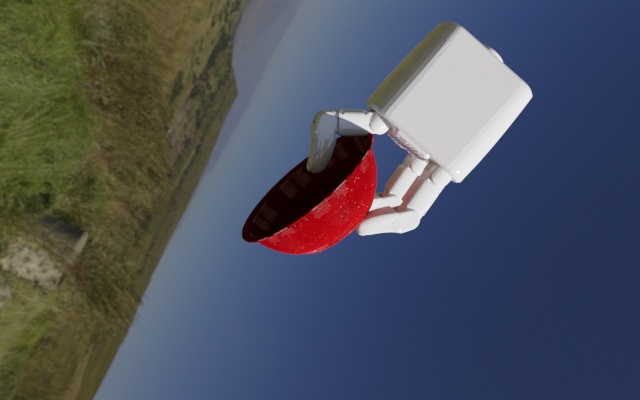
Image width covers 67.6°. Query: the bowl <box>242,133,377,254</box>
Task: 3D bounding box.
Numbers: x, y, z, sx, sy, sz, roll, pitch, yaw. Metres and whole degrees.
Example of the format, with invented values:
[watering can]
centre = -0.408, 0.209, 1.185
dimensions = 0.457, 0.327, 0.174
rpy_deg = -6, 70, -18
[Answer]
[bowl]
centre = -0.001, 0.003, 0.475
dimensions = 0.162, 0.055, 0.162
rpy_deg = -35, 18, 13
